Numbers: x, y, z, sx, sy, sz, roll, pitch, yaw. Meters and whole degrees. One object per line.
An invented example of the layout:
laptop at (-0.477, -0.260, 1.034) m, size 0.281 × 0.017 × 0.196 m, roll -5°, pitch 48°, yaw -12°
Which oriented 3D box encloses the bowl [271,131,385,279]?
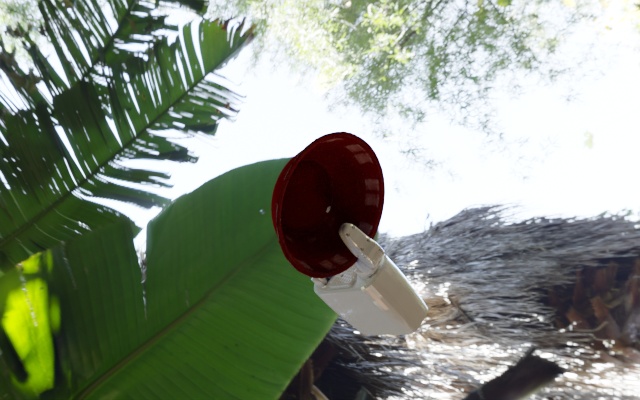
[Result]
bowl at (-0.001, 0.001, 0.534) m, size 0.162 × 0.162 × 0.055 m, roll 0°, pitch 11°, yaw -43°
